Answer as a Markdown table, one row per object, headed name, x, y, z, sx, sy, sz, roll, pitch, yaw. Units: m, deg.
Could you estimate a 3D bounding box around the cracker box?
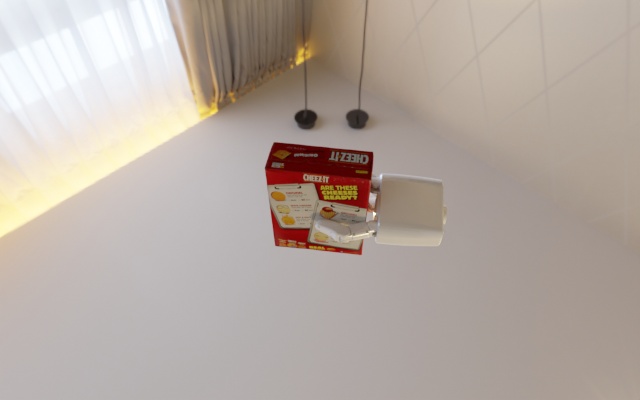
| name | x | y | z | sx | sy | sz | roll | pitch | yaw |
| --- | --- | --- | --- | --- | --- | --- | --- | --- | --- |
| cracker box | 0.000 | 0.003 | 0.813 | 0.164 | 0.072 | 0.214 | 6 | -39 | 5 |
